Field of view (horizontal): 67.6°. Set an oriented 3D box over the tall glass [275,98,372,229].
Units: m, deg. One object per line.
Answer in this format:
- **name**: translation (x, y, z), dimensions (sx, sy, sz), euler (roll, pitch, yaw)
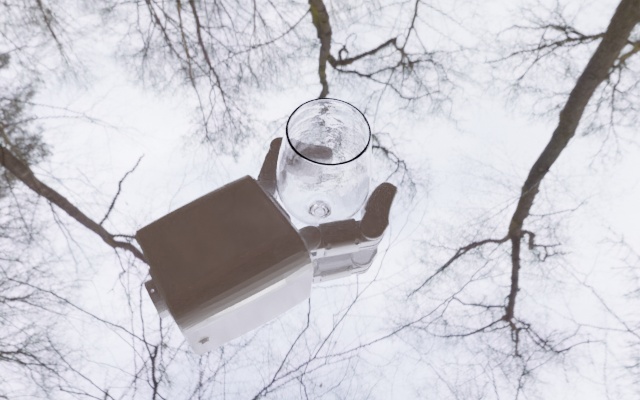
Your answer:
- **tall glass**: translation (0.000, 0.002, 0.423), dimensions (0.079, 0.079, 0.201), euler (0, -31, -4)
